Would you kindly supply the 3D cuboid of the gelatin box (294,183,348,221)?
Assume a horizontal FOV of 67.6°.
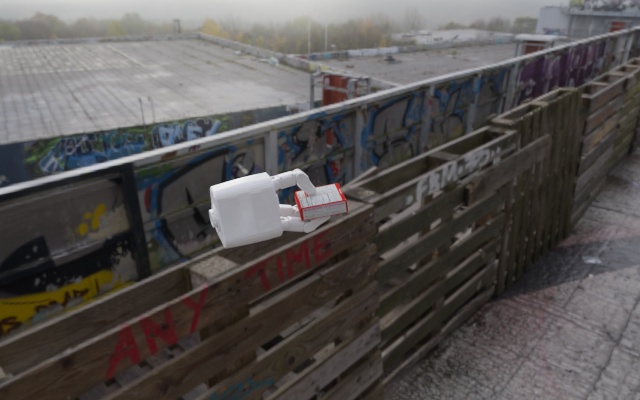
[{"bbox_3d":[0.000,0.002,0.900,0.089,0.030,0.073,-12,28,-6],"label":"gelatin box"}]
